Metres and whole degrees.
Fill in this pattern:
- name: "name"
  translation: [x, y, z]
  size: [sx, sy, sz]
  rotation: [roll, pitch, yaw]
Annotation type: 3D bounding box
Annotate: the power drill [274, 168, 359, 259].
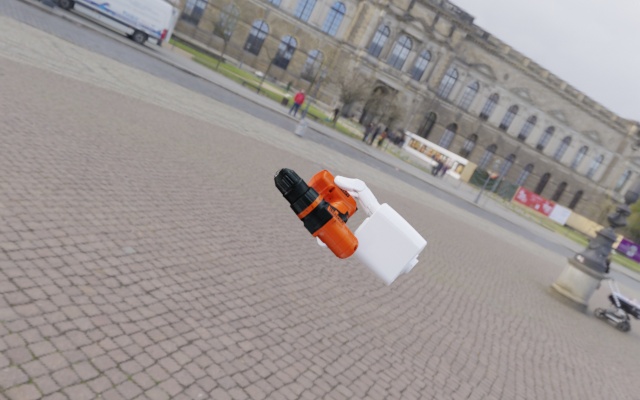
- name: "power drill"
  translation: [0.000, 0.003, 0.850]
  size: [0.057, 0.184, 0.187]
  rotation: [-38, 7, 18]
